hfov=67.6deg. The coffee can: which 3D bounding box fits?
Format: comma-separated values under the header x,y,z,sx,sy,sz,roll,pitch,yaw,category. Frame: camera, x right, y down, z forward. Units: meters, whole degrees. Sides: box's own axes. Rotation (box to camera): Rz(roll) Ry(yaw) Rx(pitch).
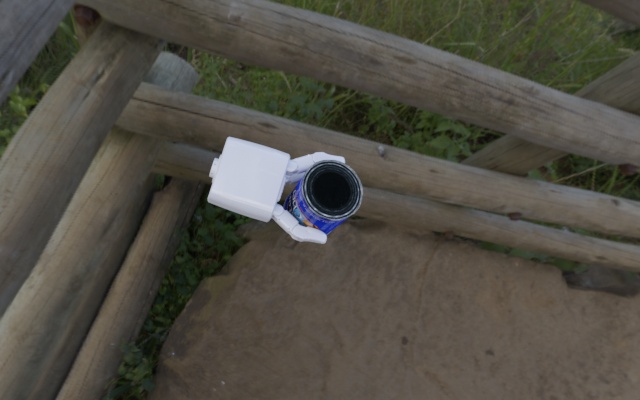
x,y,z,sx,sy,sz,roll,pitch,yaw,category
0.000,0.003,0.818,0.103,0.102,0.140,0,-17,-17,coffee can
